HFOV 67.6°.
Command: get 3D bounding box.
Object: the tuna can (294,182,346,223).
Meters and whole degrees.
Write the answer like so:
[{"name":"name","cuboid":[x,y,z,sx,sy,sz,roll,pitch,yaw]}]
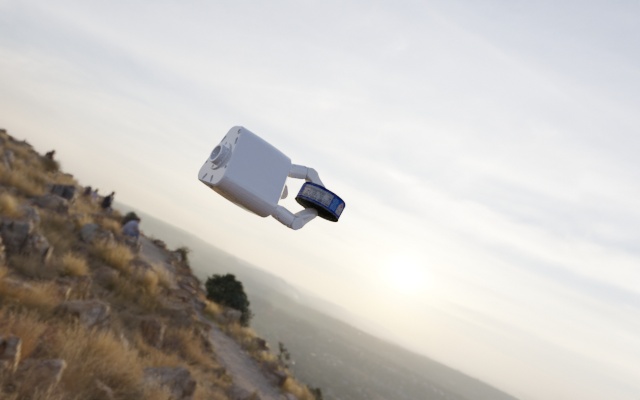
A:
[{"name":"tuna can","cuboid":[0.000,0.002,0.822,0.086,0.033,0.086,27,-13,7]}]
